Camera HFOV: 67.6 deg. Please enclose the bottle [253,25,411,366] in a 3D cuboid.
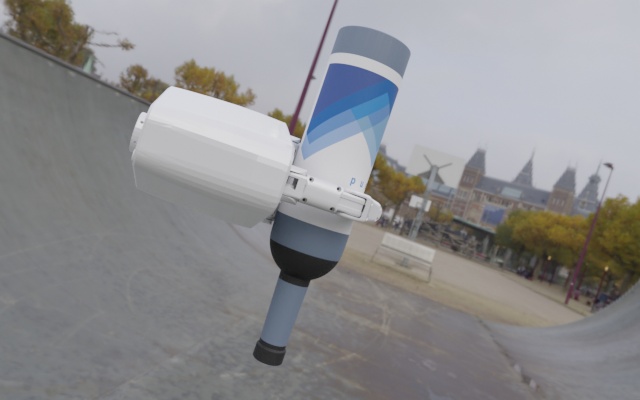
[{"bbox_3d":[0.000,0.001,0.421,0.069,0.295,0.069,19,1,0],"label":"bottle"}]
